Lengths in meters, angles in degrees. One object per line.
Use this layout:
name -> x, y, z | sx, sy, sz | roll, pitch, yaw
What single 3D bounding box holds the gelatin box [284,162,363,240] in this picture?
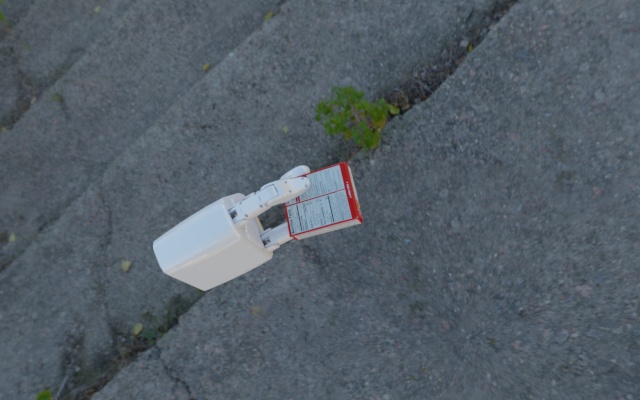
gelatin box -> 0.000, 0.002, 0.580 | 0.089, 0.073, 0.030 | -17, -19, 13
